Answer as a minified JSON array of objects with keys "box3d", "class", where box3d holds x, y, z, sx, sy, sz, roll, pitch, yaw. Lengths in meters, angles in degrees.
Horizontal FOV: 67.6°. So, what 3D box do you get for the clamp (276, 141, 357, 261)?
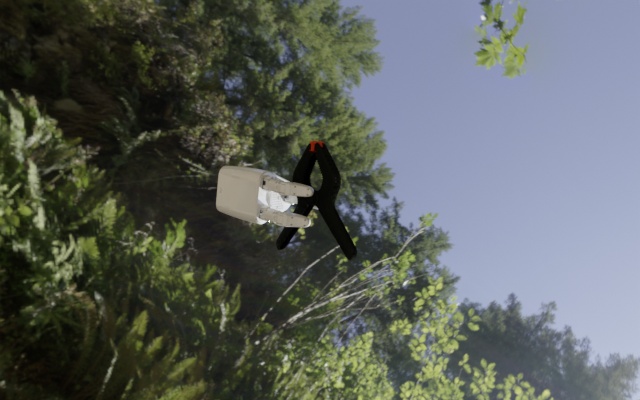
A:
[{"box3d":[0.000,0.002,0.841,0.164,0.210,0.036,12,9,30],"class":"clamp"}]
